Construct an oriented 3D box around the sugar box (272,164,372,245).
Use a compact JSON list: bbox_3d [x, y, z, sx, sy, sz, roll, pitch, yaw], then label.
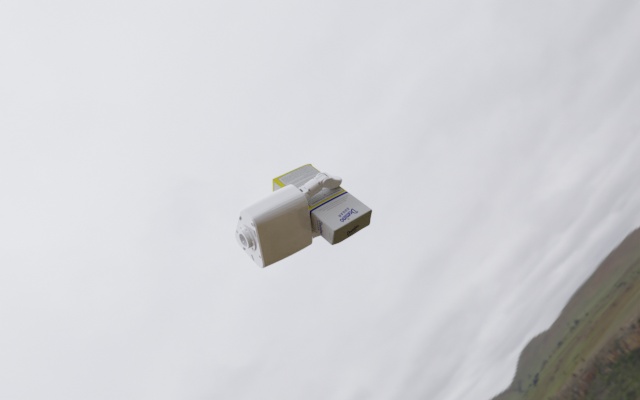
[{"bbox_3d":[0.000,0.003,0.875,0.093,0.048,0.176,-27,51,-31],"label":"sugar box"}]
